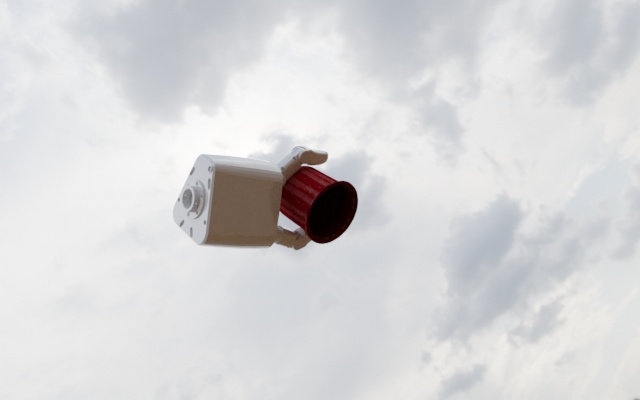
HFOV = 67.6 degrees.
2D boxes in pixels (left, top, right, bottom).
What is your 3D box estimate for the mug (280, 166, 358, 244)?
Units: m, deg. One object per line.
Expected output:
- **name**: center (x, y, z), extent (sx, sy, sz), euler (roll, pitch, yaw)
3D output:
- **mug**: center (0.001, 0.002, 0.676), extent (0.117, 0.093, 0.081), euler (6, 19, -45)
